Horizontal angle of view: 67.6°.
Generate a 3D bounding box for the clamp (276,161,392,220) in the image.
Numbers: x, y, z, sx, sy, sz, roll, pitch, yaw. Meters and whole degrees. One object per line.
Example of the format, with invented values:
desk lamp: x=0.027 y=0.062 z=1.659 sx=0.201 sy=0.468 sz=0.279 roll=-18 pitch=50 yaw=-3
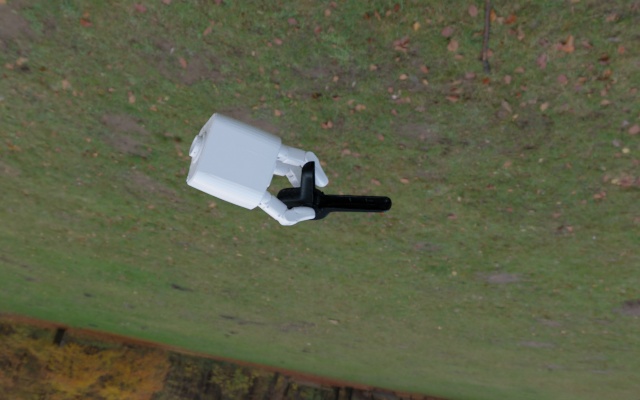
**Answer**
clamp: x=0.000 y=0.003 z=0.775 sx=0.164 sy=0.036 sz=0.210 roll=21 pitch=-25 yaw=-25
